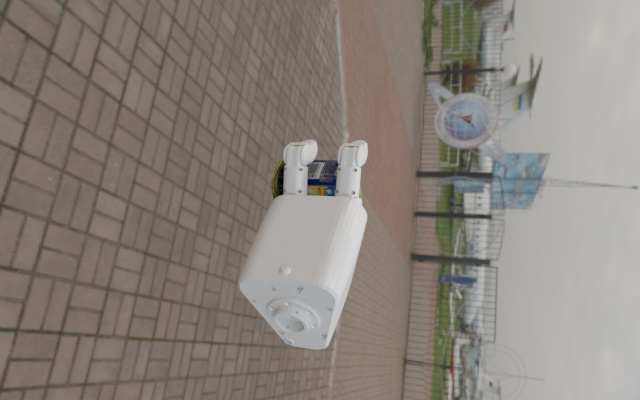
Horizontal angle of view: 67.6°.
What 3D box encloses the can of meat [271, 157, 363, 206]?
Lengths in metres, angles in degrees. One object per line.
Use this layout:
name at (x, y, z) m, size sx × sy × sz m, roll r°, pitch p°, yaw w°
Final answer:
can of meat at (0.000, 0.002, 0.537) m, size 0.084 × 0.102 × 0.057 m, roll 3°, pitch 39°, yaw 18°
